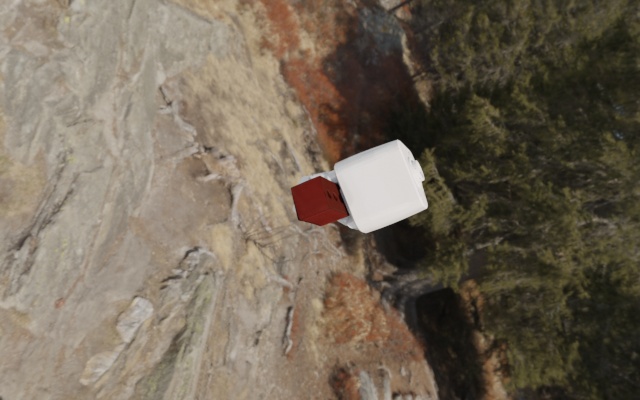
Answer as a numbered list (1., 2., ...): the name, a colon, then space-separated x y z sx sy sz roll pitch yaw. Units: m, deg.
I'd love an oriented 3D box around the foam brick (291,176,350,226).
1. foam brick: 0.000 0.002 0.704 0.051 0.053 0.078 -21 -17 20
